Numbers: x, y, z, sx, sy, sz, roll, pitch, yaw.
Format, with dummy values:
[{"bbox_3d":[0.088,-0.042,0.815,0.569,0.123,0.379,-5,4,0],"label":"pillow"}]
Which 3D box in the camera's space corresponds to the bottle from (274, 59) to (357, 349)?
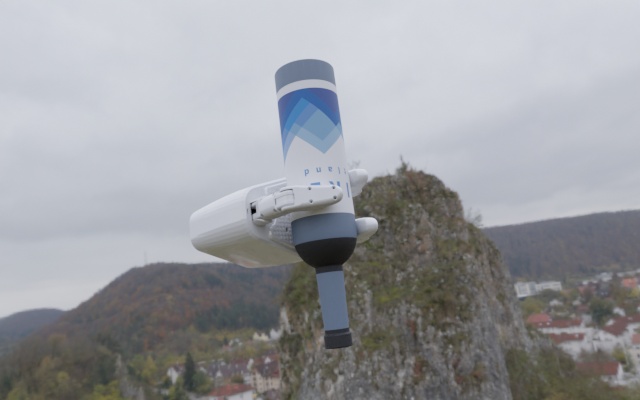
[{"bbox_3d":[0.000,0.001,0.500,0.069,0.295,0.069,-7,-12,-1],"label":"bottle"}]
